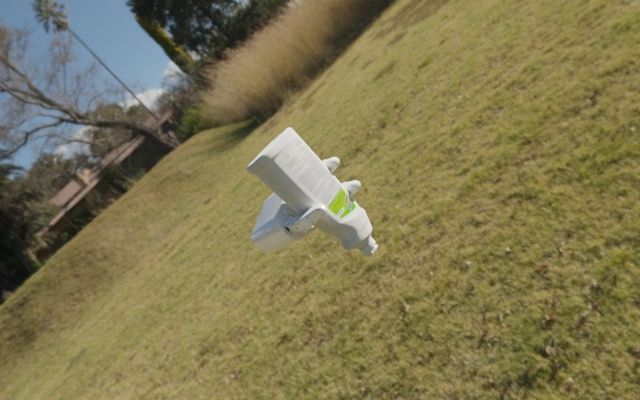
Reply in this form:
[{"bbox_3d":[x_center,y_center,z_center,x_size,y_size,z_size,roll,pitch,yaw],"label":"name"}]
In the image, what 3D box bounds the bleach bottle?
[{"bbox_3d":[0.000,0.002,0.792,0.068,0.251,0.102,-29,18,49],"label":"bleach bottle"}]
